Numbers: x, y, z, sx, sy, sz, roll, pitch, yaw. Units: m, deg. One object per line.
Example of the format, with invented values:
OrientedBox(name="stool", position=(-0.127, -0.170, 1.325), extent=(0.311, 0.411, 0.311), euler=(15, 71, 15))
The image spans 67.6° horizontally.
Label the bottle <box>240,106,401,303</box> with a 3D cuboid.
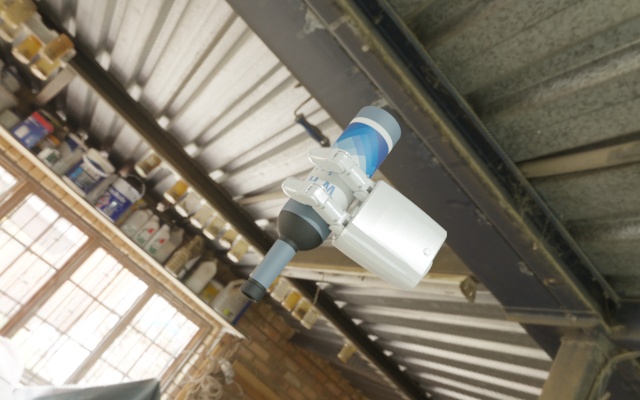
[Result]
OrientedBox(name="bottle", position=(0.000, 0.002, 0.602), extent=(0.069, 0.295, 0.069), euler=(31, -24, 15))
